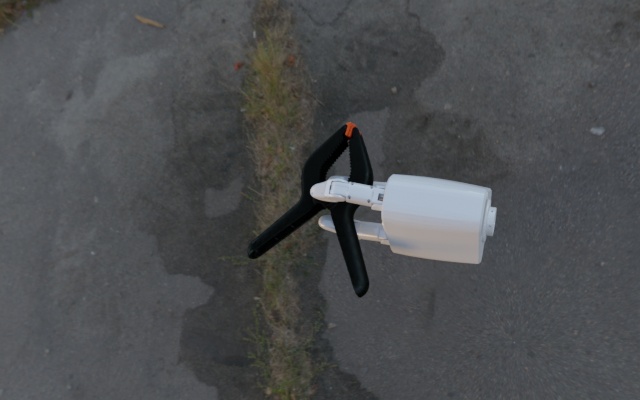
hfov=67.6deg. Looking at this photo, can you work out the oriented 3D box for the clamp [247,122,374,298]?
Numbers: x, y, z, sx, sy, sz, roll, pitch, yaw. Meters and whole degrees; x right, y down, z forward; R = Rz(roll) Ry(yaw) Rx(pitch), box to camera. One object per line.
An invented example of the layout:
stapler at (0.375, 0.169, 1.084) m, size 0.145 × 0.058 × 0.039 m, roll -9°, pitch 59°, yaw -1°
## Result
clamp at (0.000, 0.001, 0.600) m, size 0.164 × 0.210 × 0.036 m, roll 9°, pitch -12°, yaw 21°
